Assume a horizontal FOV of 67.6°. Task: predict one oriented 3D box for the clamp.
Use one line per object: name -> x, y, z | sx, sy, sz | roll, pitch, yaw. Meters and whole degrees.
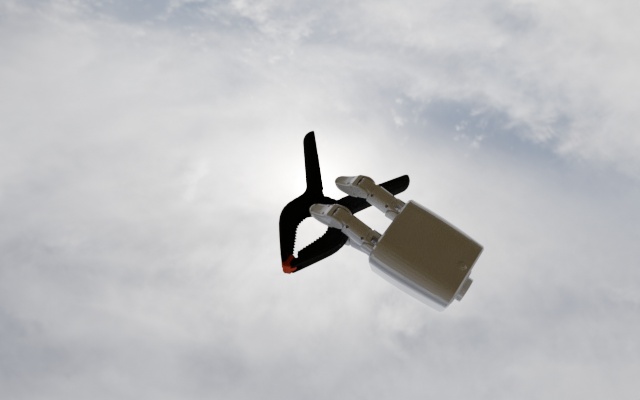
clamp -> 0.000, 0.003, 0.640 | 0.164, 0.210, 0.036 | 33, -25, 17
